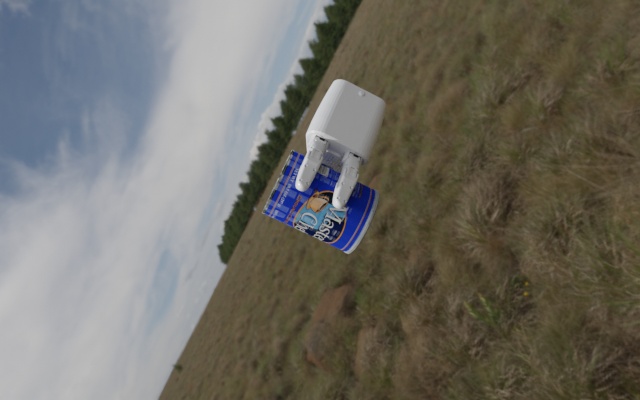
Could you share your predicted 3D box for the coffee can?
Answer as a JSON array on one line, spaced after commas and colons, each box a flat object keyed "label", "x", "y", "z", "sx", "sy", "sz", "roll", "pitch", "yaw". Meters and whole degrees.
[{"label": "coffee can", "x": 0.000, "y": 0.003, "z": 0.694, "sx": 0.140, "sy": 0.103, "sz": 0.103, "roll": 26, "pitch": -3, "yaw": -6}]
